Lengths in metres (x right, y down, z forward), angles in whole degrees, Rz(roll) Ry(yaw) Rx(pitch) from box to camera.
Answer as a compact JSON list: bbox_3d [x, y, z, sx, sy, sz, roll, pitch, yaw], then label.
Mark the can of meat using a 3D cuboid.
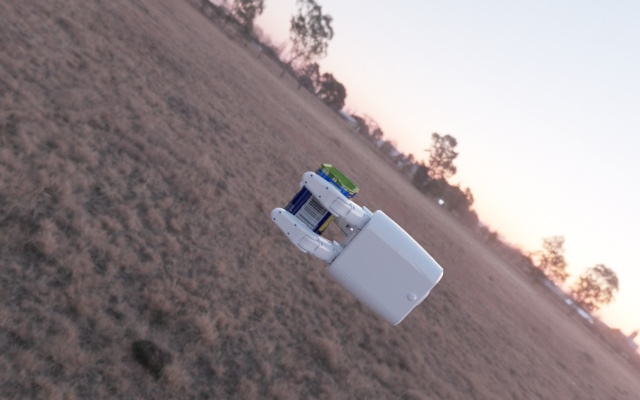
[{"bbox_3d":[0.000,0.002,0.596,0.057,0.084,0.102,42,9,5],"label":"can of meat"}]
